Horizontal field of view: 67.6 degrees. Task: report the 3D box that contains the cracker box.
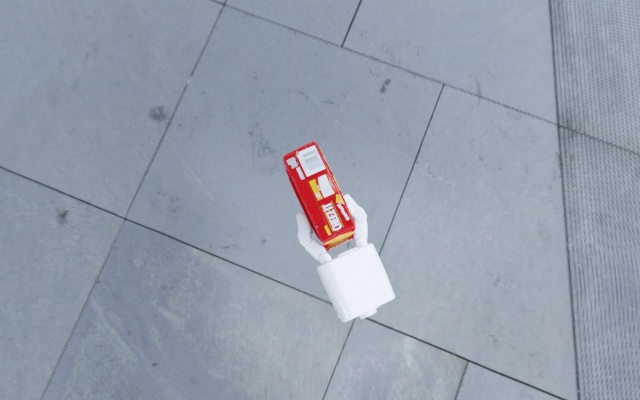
[{"bbox_3d":[0.000,0.003,0.884,0.072,0.164,0.214,-25,-10,-2],"label":"cracker box"}]
